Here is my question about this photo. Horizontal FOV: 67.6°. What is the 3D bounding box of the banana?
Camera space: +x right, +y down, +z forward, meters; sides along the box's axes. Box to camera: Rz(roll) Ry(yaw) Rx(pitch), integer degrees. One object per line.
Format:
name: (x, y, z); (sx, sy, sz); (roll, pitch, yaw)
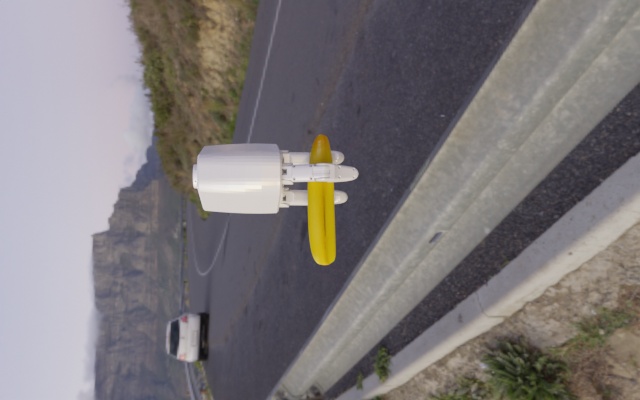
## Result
banana: (0.001, 0.012, 0.656); (0.037, 0.198, 0.069); (-3, 22, -1)
